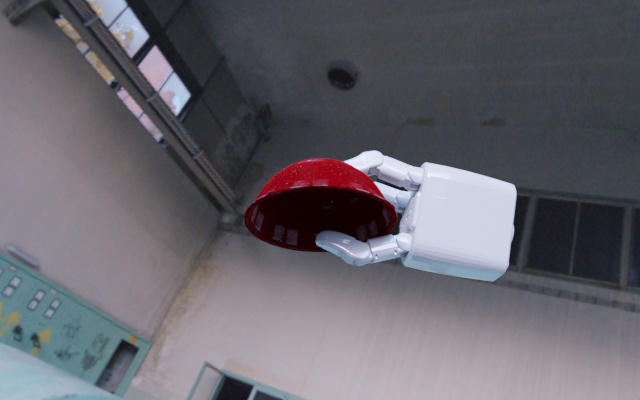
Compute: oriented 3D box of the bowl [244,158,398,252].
[{"bbox_3d":[-0.001,0.001,0.516,0.162,0.055,0.162,-1,-28,0],"label":"bowl"}]
